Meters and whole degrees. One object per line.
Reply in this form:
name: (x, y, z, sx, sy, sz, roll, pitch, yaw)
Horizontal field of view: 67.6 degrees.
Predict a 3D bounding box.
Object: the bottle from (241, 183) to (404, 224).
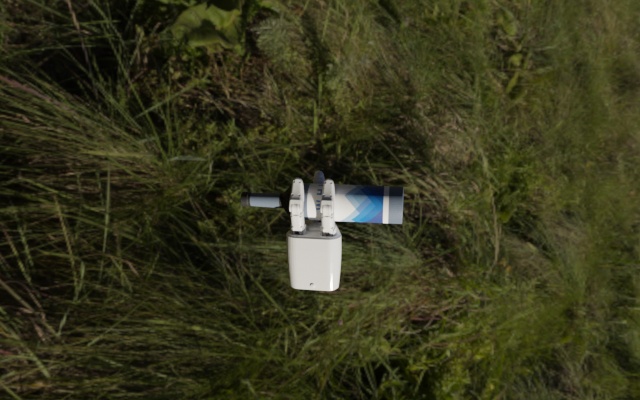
bottle: (0.000, 0.003, 0.867, 0.296, 0.069, 0.069, 2, 0, 9)
